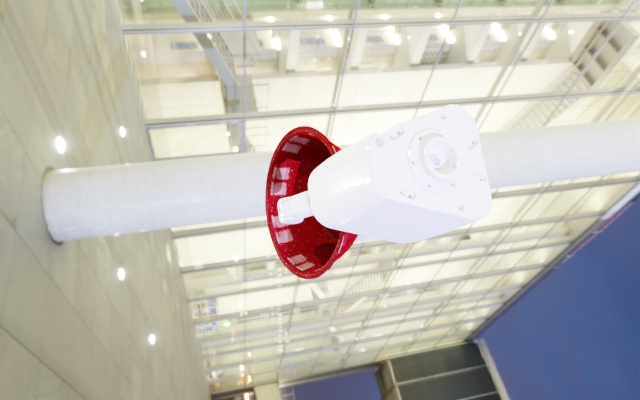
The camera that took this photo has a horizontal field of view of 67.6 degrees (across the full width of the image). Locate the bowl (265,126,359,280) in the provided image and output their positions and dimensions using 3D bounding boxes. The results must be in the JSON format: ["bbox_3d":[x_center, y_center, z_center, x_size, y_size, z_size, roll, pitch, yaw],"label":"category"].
[{"bbox_3d":[0.000,0.002,0.519,0.055,0.162,0.162,-2,1,-35],"label":"bowl"}]
